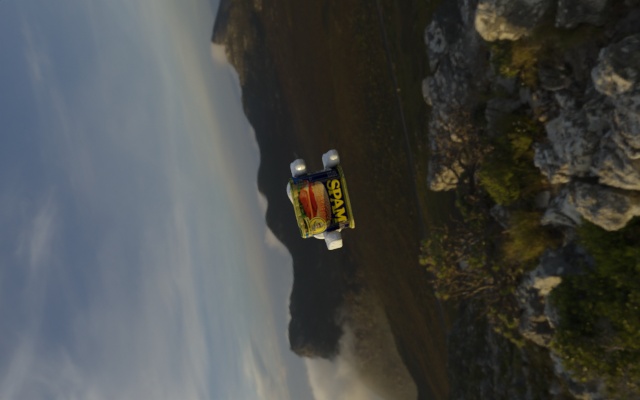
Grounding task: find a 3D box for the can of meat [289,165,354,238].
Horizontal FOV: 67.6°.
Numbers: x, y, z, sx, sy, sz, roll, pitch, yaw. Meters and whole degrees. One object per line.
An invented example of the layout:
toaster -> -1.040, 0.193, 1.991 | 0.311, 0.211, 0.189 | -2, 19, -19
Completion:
can of meat -> 0.000, 0.003, 0.757 | 0.084, 0.102, 0.057 | -14, 12, -6
